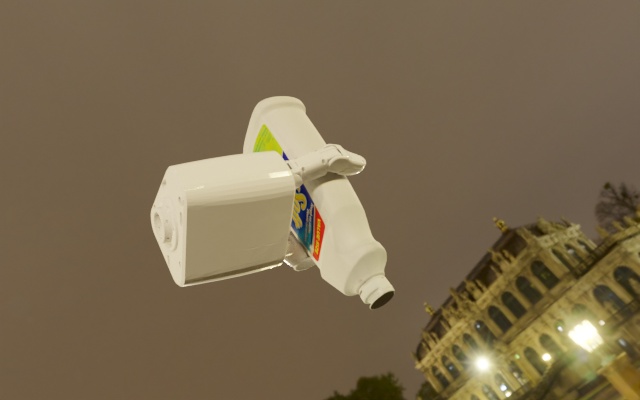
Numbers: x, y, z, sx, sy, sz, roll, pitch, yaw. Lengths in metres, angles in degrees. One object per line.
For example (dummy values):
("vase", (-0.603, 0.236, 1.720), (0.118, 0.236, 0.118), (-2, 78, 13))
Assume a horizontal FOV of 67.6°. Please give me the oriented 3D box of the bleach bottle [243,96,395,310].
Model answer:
("bleach bottle", (0.000, 0.002, 0.512), (0.068, 0.103, 0.250), (-10, 50, -35))
